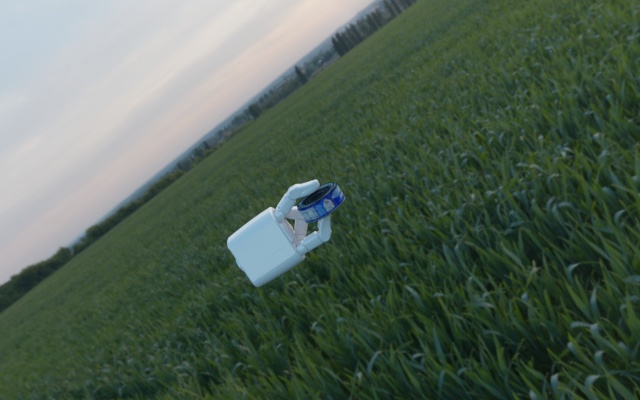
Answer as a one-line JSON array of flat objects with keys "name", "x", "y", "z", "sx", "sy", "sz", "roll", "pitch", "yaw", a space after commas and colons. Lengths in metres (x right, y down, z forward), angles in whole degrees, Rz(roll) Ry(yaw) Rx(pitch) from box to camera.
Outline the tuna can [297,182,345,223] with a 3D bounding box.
[{"name": "tuna can", "x": 0.000, "y": 0.002, "z": 0.863, "sx": 0.086, "sy": 0.034, "sz": 0.086, "roll": -30, "pitch": 15, "yaw": 9}]
